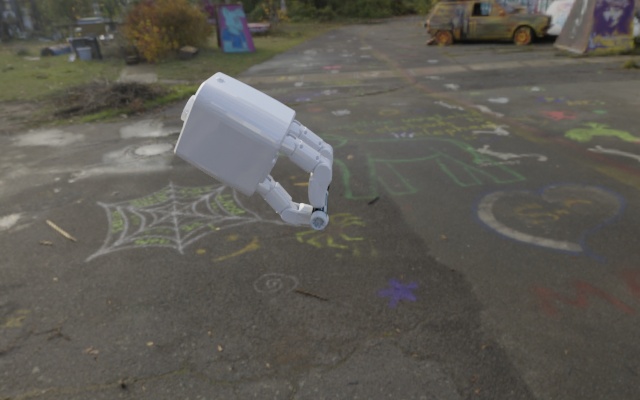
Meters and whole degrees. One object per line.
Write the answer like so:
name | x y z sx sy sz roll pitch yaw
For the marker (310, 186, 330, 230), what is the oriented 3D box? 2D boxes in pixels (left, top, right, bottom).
marker | 0.000 0.002 0.605 0.020 0.020 0.121 0 24 3
